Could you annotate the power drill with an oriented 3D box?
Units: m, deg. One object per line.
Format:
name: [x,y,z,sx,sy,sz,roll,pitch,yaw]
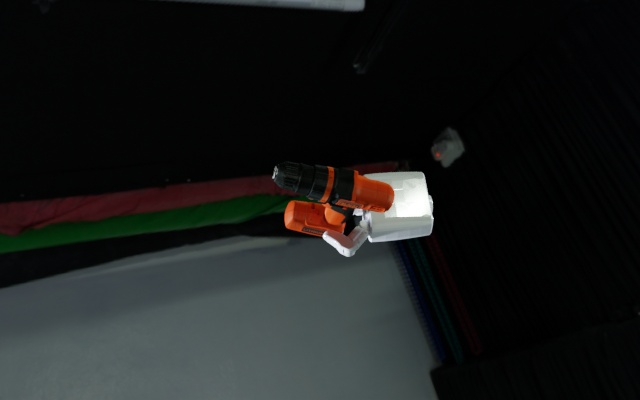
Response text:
power drill: [0.000,0.003,0.758,0.184,0.057,0.188,14,-21,-13]
